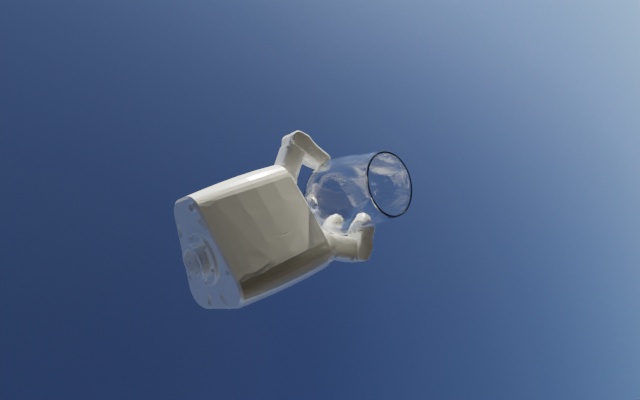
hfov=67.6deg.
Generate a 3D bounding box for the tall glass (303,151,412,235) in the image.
[{"bbox_3d":[0.000,0.002,0.508,0.079,0.079,0.201,0,-10,-41],"label":"tall glass"}]
